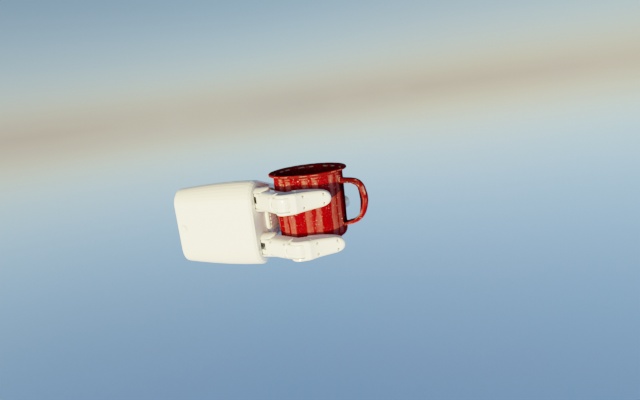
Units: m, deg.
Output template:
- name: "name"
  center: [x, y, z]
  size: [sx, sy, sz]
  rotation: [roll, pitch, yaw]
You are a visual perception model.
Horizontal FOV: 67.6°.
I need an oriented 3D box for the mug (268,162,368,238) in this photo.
- name: "mug"
  center: [0.001, 0.002, 0.565]
  size: [0.117, 0.081, 0.093]
  rotation: [-2, 13, 20]
